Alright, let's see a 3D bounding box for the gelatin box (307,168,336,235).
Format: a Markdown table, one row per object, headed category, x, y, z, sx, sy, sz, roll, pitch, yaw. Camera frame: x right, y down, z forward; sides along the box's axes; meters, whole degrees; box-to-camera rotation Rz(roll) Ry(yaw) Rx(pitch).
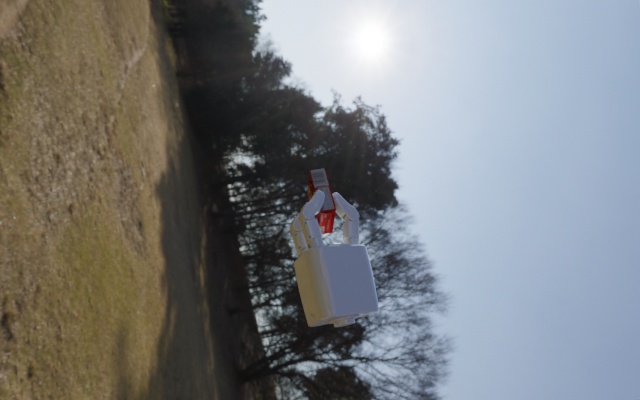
| category | x | y | z | sx | sy | sz | roll | pitch | yaw |
| --- | --- | --- | --- | --- | --- | --- | --- | --- | --- |
| gelatin box | 0.001 | 0.002 | 0.807 | 0.030 | 0.089 | 0.073 | -8 | -33 | -10 |
